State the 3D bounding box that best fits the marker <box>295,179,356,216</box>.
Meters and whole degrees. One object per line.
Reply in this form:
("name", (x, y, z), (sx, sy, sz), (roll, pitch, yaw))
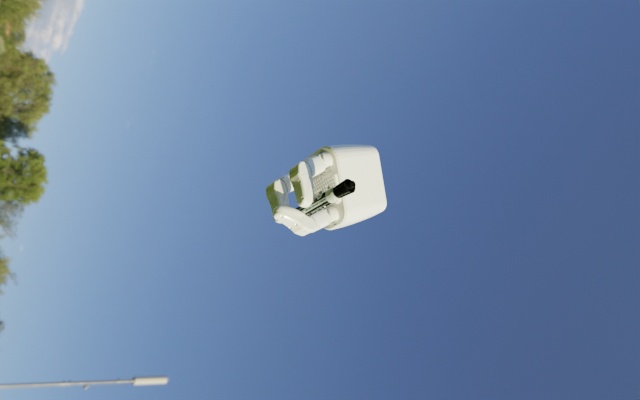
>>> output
("marker", (0.000, 0.002, 0.608), (0.020, 0.020, 0.121), (0, -22, -44))
